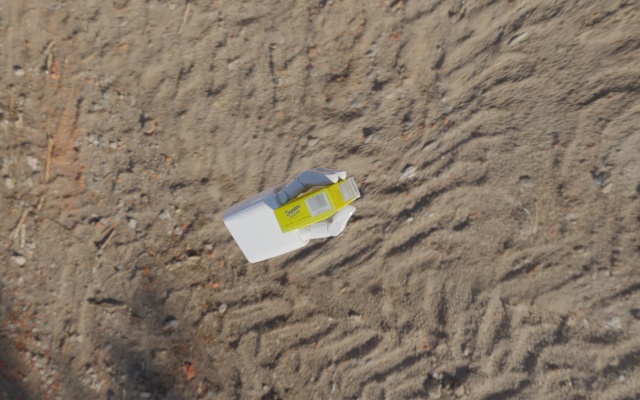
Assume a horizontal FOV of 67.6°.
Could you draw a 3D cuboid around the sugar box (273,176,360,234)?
[{"bbox_3d":[0.000,0.002,0.777,0.093,0.048,0.176,-22,4,18],"label":"sugar box"}]
